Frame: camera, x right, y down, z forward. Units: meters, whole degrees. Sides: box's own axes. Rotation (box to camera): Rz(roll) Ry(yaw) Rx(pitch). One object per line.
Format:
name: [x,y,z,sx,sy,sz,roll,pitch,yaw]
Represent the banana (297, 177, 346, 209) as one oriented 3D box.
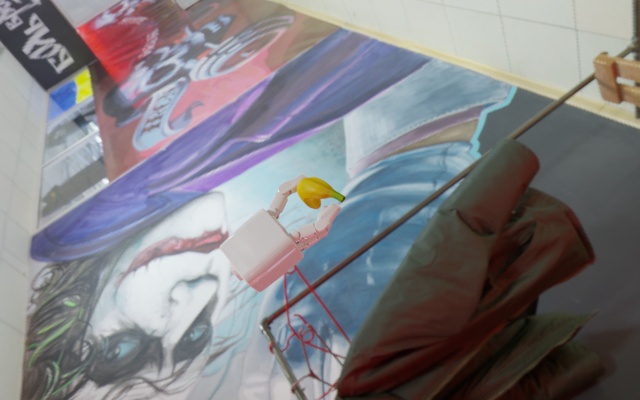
banana: [-0.012,-0.011,0.844,0.069,0.037,0.198,45,-10,-6]
